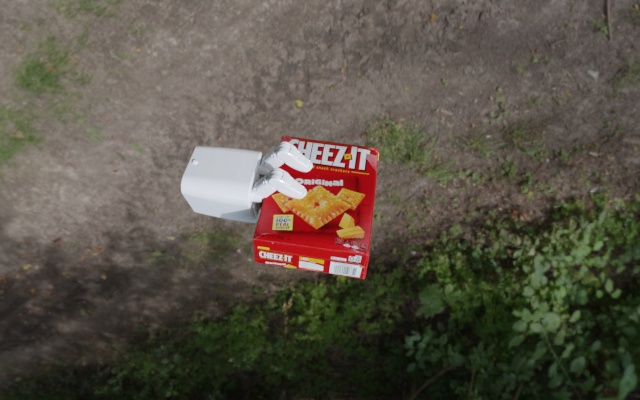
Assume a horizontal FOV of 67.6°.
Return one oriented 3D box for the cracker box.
[{"bbox_3d":[0.000,0.003,0.732,0.164,0.213,0.072,8,-39,3],"label":"cracker box"}]
